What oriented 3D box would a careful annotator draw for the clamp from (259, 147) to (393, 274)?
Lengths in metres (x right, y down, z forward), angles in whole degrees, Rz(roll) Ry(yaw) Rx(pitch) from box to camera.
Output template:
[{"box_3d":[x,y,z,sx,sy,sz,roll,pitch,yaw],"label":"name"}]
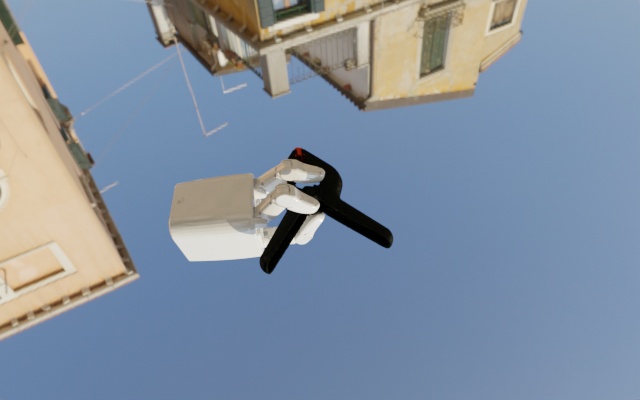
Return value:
[{"box_3d":[0.000,0.002,0.638,0.164,0.036,0.209,-6,45,-2],"label":"clamp"}]
